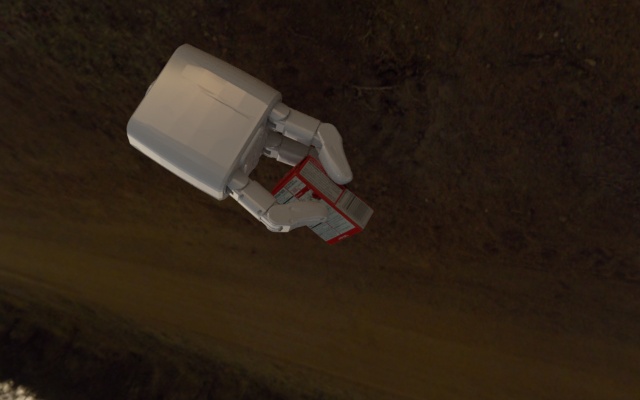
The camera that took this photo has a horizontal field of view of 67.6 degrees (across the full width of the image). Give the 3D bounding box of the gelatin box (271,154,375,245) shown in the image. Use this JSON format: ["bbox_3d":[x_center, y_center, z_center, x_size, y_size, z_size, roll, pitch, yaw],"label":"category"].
[{"bbox_3d":[0.000,0.002,0.485,0.089,0.030,0.073,40,-29,-9],"label":"gelatin box"}]
